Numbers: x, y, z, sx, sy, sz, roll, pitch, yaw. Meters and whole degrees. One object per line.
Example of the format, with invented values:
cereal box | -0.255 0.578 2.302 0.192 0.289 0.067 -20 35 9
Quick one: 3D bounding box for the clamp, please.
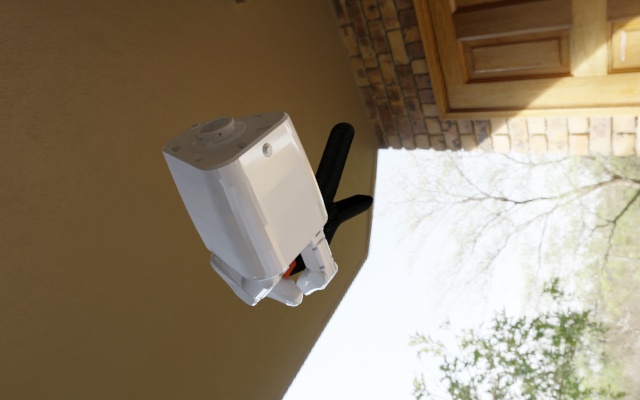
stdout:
clamp | 0.000 0.002 0.494 0.039 0.120 0.171 7 39 36
